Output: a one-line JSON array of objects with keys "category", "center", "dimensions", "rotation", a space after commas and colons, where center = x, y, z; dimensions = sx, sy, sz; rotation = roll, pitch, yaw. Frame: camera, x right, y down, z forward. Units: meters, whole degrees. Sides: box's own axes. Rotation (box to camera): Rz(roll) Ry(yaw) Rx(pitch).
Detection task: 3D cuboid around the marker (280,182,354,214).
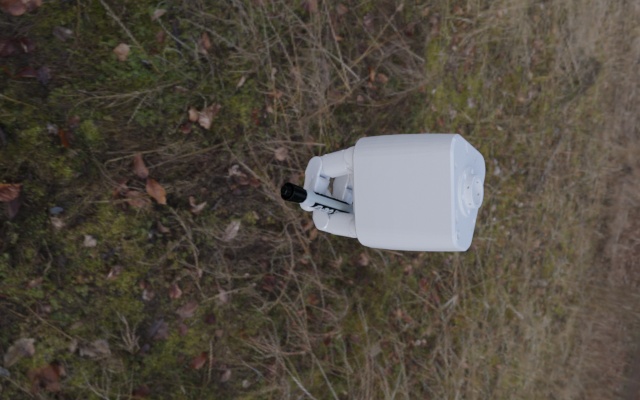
[{"category": "marker", "center": [0.000, 0.002, 0.513], "dimensions": [0.020, 0.020, 0.121], "rotation": [0, -12, 37]}]
